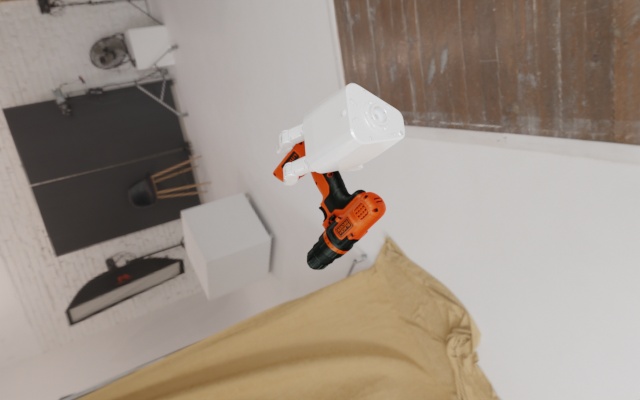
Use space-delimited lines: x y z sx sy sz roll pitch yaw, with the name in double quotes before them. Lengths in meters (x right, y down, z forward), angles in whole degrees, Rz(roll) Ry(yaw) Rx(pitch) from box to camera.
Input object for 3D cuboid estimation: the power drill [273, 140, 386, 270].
"power drill" 0.000 0.002 0.795 0.057 0.187 0.184 -13 -28 -53
